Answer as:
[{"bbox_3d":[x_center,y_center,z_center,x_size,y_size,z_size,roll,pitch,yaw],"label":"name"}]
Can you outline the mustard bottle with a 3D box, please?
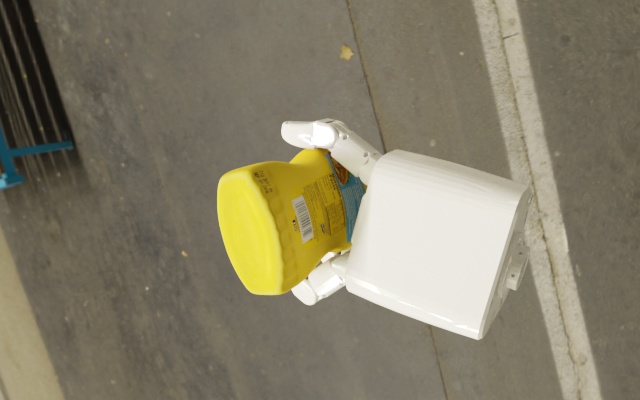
[{"bbox_3d":[0.000,0.001,0.415,0.058,0.096,0.191,-10,9,36],"label":"mustard bottle"}]
